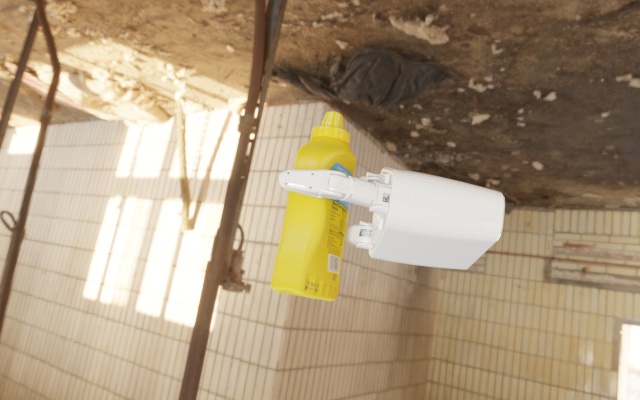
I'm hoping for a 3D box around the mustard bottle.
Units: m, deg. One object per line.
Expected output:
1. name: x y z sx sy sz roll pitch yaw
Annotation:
1. mustard bottle: 0.000 0.002 0.485 0.058 0.191 0.096 5 -12 24
